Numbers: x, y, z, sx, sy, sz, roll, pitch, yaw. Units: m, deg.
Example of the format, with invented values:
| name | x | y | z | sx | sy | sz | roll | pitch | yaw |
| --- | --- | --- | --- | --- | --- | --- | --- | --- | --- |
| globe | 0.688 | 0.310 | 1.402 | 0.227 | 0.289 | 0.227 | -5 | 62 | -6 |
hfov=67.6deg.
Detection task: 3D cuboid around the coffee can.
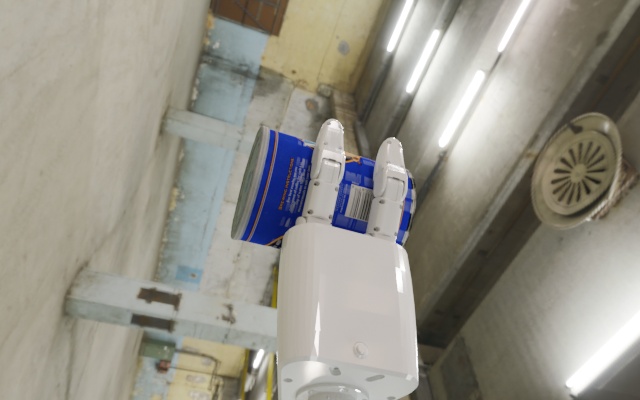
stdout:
| name | x | y | z | sx | sy | sz | roll | pitch | yaw |
| --- | --- | --- | --- | --- | --- | --- | --- | --- | --- |
| coffee can | 0.000 | 0.001 | 0.434 | 0.140 | 0.103 | 0.103 | 15 | -4 | -13 |
